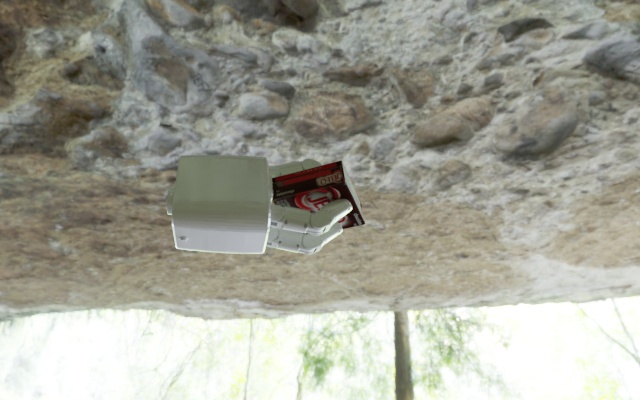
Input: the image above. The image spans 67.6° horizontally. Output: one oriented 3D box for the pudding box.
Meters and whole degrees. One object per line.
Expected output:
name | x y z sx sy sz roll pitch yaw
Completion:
pudding box | 0.000 0.002 0.599 0.090 0.039 0.113 -13 -29 12
